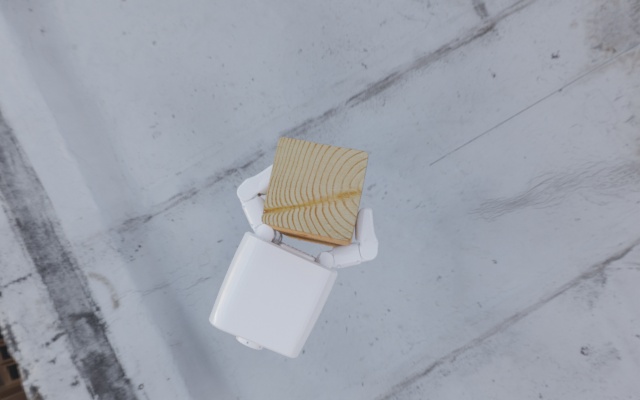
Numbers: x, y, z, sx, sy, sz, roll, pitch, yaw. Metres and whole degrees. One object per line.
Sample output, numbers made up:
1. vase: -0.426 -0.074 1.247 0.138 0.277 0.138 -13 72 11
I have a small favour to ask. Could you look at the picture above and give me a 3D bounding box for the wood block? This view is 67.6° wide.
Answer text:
1. wood block: 0.000 0.002 0.557 0.091 0.090 0.206 11 -7 4
